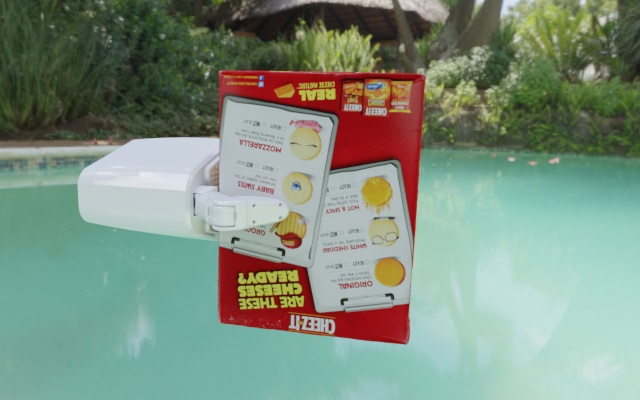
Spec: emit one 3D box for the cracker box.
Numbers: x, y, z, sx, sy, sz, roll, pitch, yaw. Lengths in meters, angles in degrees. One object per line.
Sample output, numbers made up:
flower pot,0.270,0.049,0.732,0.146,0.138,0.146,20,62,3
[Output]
cracker box,0.000,0.001,0.409,0.164,0.214,0.072,4,10,11
